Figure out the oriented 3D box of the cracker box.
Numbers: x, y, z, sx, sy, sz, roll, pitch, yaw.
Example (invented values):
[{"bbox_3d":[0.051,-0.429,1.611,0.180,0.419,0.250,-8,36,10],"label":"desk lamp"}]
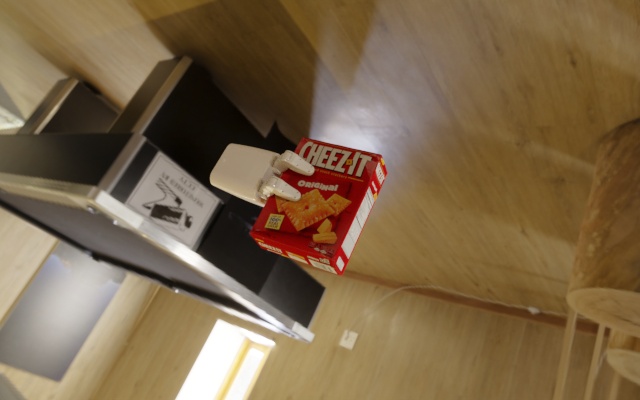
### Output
[{"bbox_3d":[0.000,0.003,0.835,0.164,0.213,0.072,16,-24,24],"label":"cracker box"}]
